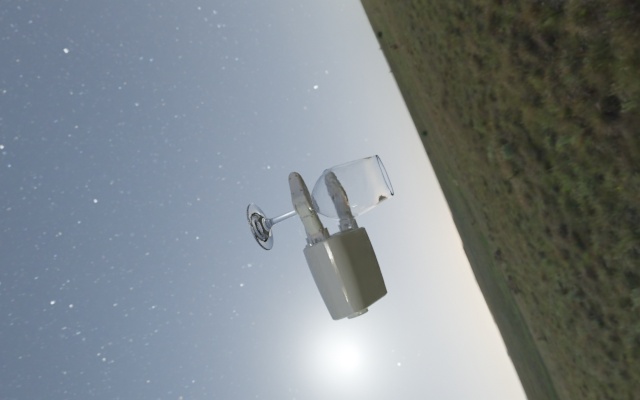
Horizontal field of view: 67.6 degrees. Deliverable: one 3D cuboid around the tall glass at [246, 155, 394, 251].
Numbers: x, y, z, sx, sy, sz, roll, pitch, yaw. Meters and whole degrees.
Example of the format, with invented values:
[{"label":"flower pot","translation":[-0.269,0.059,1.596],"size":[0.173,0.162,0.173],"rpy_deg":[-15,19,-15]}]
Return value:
[{"label":"tall glass","translation":[-0.001,0.002,0.679],"size":[0.201,0.079,0.079],"rpy_deg":[-23,-6,14]}]
